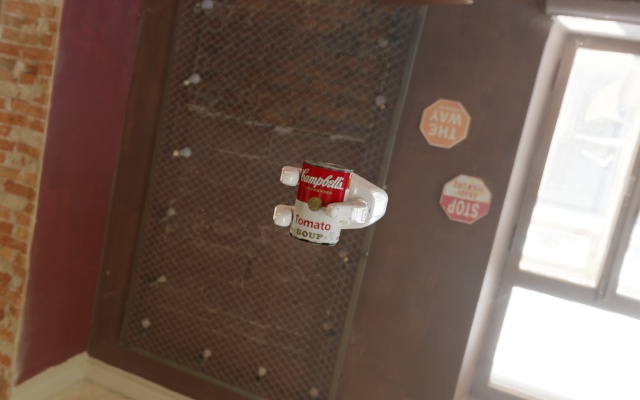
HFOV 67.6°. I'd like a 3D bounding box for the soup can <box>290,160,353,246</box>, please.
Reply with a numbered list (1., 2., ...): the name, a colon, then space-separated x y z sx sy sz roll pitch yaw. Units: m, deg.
1. soup can: 0.000 0.002 0.634 0.068 0.102 0.068 11 8 -2
